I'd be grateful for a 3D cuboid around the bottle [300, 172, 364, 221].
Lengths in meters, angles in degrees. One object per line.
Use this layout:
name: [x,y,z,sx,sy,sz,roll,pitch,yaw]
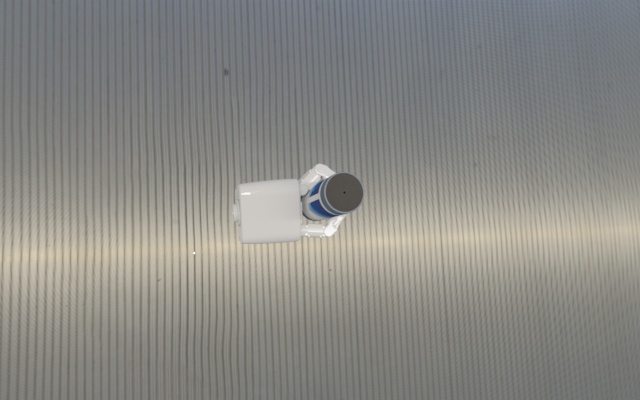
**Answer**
bottle: [0.000,0.003,0.885,0.069,0.069,0.296,0,-6,-15]
